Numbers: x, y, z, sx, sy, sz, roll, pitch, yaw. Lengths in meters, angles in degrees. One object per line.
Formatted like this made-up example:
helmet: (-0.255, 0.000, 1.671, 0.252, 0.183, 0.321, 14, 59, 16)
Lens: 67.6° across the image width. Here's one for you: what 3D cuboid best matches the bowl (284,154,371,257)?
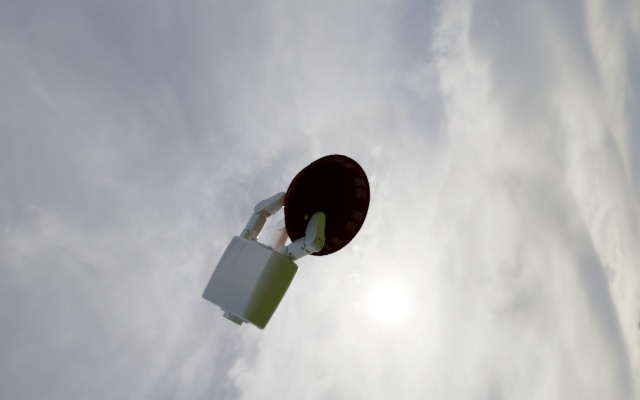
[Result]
bowl: (0.001, 0.001, 0.744, 0.162, 0.162, 0.055, 0, 16, -36)
